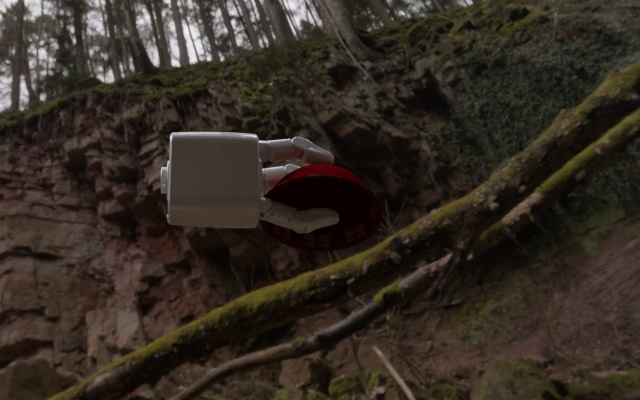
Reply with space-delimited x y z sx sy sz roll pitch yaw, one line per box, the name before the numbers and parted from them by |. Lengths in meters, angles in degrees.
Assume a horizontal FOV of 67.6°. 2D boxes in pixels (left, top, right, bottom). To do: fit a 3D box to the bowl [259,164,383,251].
bowl | 0.001 0.002 0.634 0.162 0.055 0.162 1 -39 1
